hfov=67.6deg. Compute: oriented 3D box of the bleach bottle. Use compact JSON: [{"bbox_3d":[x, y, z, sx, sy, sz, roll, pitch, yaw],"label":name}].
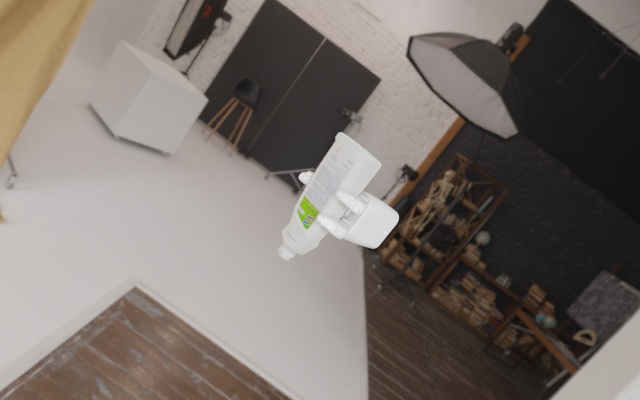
[{"bbox_3d":[0.000,0.003,0.887,0.068,0.251,0.102,26,16,-45],"label":"bleach bottle"}]
